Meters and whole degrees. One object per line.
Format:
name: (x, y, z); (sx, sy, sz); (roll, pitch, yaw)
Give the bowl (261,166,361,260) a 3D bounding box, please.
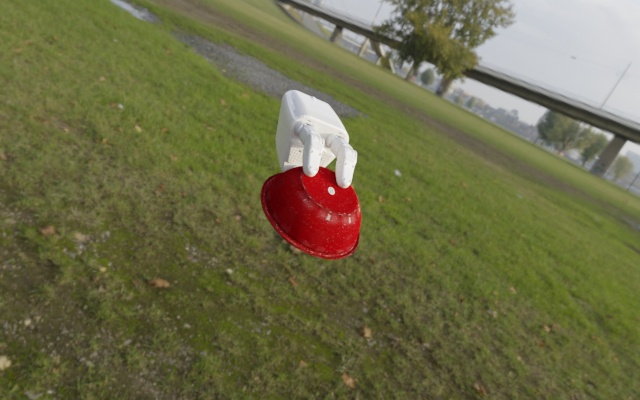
bowl: (0.001, 0.003, 0.667); (0.162, 0.162, 0.055); (0, -41, -41)
